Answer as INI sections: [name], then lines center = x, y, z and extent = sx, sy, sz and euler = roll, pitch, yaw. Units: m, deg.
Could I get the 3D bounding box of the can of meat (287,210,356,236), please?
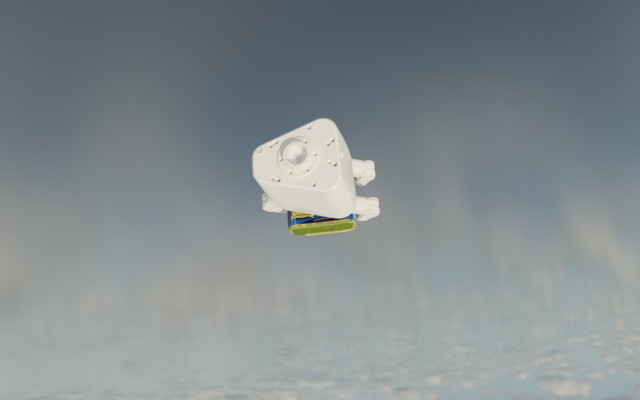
[can of meat]
center = 0.000, 0.003, 0.688
extent = 0.102, 0.084, 0.057
euler = -7, -18, 7
